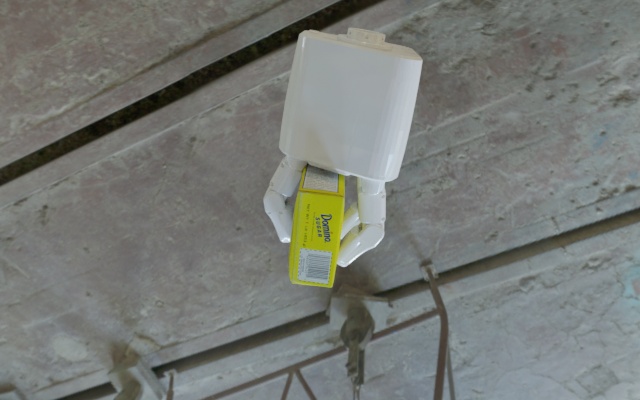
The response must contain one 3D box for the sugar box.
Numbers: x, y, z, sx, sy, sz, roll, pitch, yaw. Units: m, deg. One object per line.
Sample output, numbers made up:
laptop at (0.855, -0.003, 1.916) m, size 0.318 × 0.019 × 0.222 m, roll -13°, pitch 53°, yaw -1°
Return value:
sugar box at (0.001, 0.002, 0.489) m, size 0.048 × 0.093 × 0.176 m, roll 8°, pitch 24°, yaw 2°
